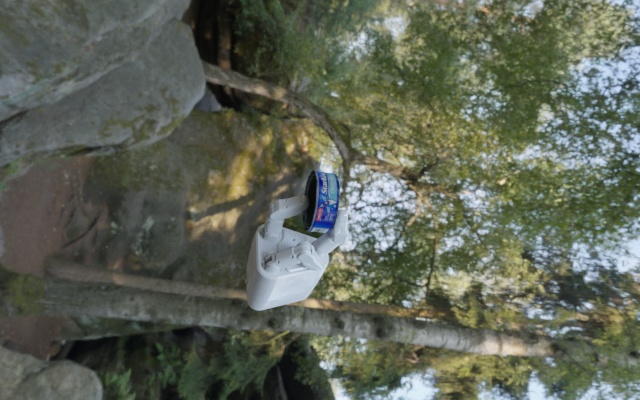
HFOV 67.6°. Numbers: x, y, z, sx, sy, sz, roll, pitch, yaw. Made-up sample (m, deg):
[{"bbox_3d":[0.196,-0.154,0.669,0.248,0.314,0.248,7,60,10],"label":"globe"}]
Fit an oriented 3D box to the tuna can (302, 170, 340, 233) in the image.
[{"bbox_3d":[0.001,0.002,0.668,0.034,0.086,0.086,7,-2,-13],"label":"tuna can"}]
